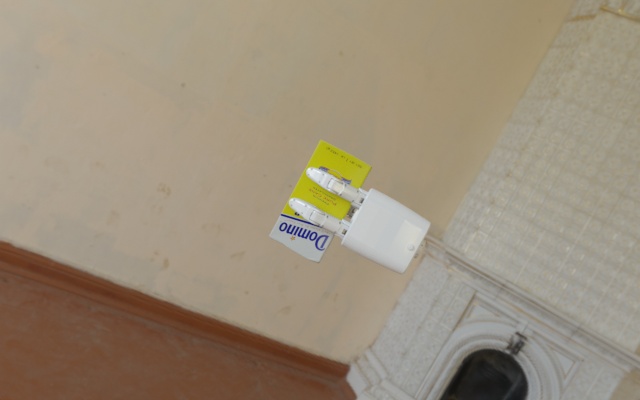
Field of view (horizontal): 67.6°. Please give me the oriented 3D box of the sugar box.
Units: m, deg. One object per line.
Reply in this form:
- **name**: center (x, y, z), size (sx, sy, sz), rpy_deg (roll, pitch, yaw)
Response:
- **sugar box**: center (0.000, 0.002, 0.760), size (0.093, 0.176, 0.048), rpy_deg (28, 4, 5)
